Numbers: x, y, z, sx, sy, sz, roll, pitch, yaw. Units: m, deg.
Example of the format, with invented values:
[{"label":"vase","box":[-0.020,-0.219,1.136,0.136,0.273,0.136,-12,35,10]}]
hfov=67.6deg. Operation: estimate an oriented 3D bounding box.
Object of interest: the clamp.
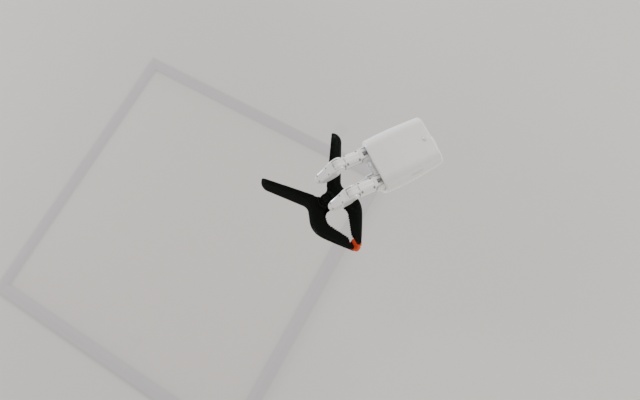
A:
[{"label":"clamp","box":[0.001,0.003,0.839,0.164,0.210,0.036,-27,-16,3]}]
